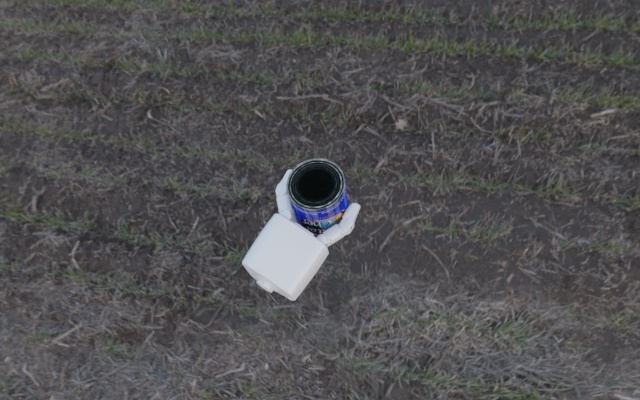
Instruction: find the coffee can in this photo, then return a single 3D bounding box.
[{"bbox_3d":[0.000,0.003,0.875,0.103,0.102,0.140,0,-27,8],"label":"coffee can"}]
